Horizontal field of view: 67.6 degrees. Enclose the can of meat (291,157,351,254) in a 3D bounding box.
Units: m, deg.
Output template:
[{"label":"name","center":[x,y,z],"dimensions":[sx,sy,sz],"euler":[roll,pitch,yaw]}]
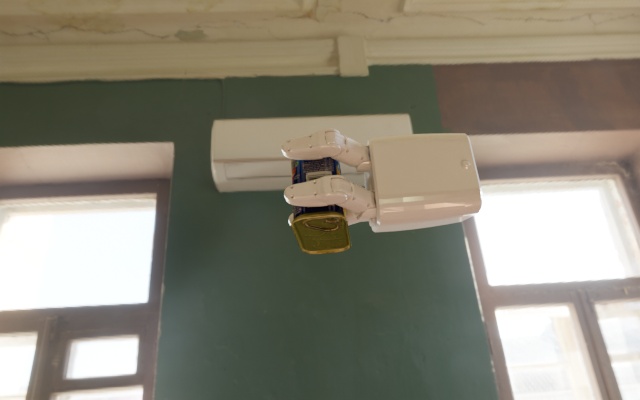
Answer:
[{"label":"can of meat","center":[0.000,0.001,0.523],"dimensions":[0.057,0.084,0.102],"euler":[-6,-26,5]}]
